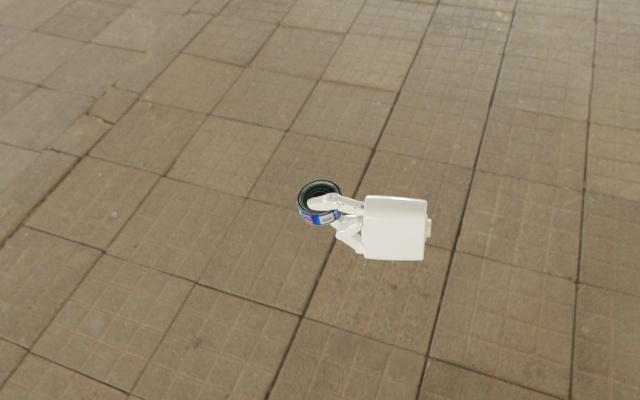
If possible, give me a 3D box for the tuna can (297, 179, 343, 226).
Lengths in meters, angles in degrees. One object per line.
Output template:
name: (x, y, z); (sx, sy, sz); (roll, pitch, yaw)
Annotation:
tuna can: (0.000, 0.003, 0.876); (0.086, 0.086, 0.034); (0, -38, 13)
